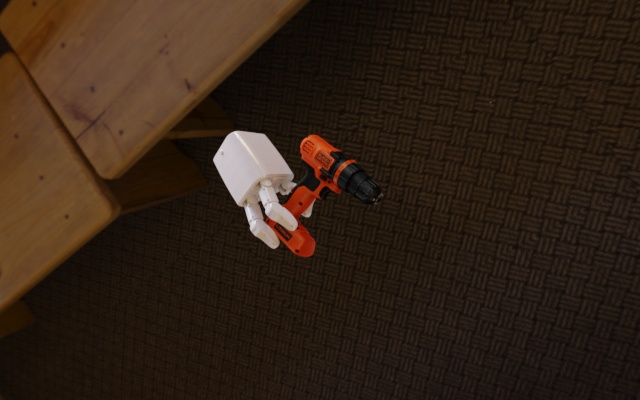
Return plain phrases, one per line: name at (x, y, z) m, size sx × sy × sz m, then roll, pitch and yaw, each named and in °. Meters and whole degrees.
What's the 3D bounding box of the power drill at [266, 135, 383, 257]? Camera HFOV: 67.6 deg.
power drill at (0.000, 0.003, 0.830) m, size 0.184 × 0.188 × 0.057 m, roll 42°, pitch 15°, yaw 32°
